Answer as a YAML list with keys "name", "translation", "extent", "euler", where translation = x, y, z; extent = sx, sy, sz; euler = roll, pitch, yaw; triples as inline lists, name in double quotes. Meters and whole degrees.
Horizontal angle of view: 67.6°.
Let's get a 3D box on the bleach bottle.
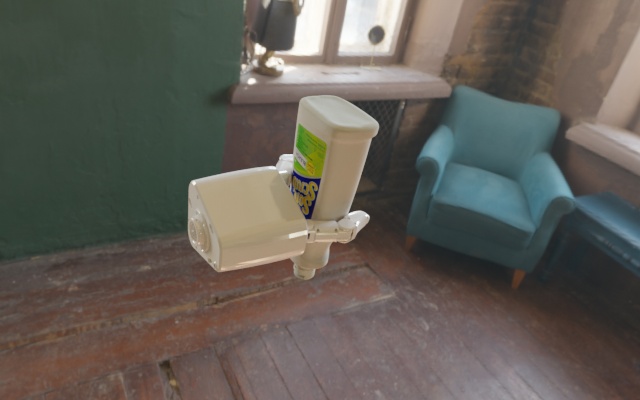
- name: "bleach bottle"
  translation: [0.000, 0.002, 0.606]
  extent: [0.068, 0.251, 0.102]
  euler: [-11, 37, -31]
